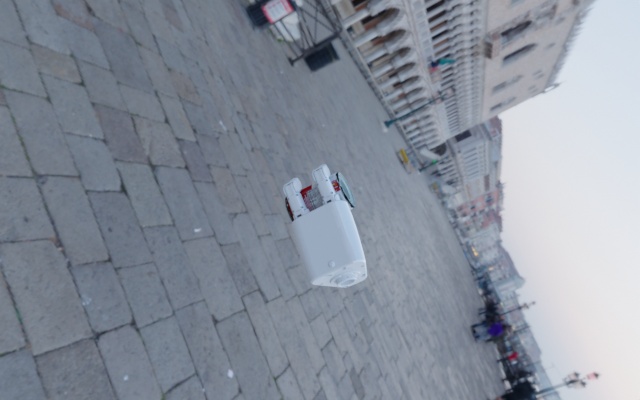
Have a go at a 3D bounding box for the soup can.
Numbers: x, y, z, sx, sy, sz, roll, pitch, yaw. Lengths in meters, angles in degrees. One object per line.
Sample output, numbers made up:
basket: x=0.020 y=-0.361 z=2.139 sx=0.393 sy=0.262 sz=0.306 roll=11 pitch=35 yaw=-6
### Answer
soup can: x=0.000 y=0.002 z=0.811 sx=0.102 sy=0.068 sz=0.068 roll=-26 pitch=-7 yaw=14
